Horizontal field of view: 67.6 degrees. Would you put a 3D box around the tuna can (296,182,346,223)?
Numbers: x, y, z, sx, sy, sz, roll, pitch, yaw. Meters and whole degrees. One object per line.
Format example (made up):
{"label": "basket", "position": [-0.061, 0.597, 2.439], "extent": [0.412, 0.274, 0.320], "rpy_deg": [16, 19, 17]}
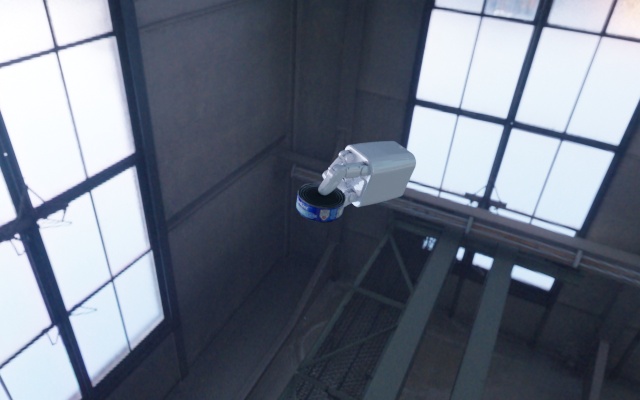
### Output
{"label": "tuna can", "position": [0.000, 0.003, 0.852], "extent": [0.086, 0.034, 0.086], "rpy_deg": [7, 31, -4]}
